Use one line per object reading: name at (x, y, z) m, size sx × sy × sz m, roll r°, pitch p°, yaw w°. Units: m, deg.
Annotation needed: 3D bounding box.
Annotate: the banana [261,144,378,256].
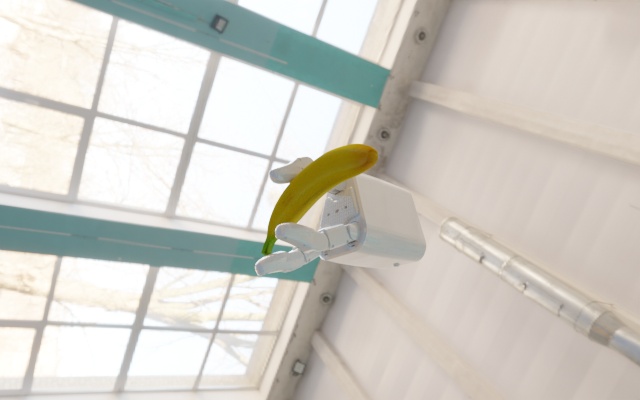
banana at (-0.004, -0.011, 0.530) m, size 0.037 × 0.069 × 0.198 m, roll 18°, pitch -45°, yaw -32°
